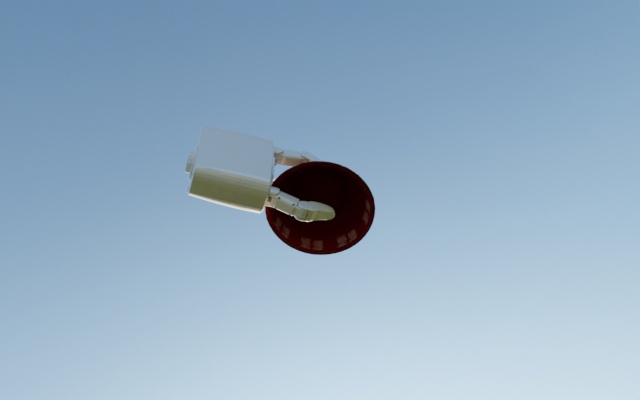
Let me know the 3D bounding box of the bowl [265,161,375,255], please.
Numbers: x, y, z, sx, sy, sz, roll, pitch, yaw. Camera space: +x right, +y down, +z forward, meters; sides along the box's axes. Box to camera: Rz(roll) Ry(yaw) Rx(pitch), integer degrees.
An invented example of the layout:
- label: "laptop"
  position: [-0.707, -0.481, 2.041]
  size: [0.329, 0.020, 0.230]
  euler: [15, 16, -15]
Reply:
- label: "bowl"
  position: [0.001, 0.003, 0.719]
  size: [0.162, 0.162, 0.055]
  euler: [0, 31, 3]
